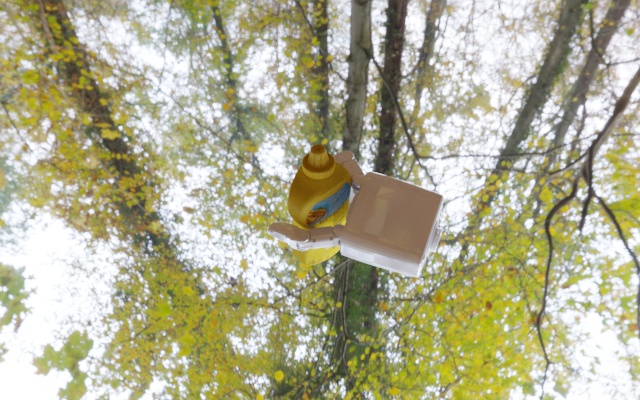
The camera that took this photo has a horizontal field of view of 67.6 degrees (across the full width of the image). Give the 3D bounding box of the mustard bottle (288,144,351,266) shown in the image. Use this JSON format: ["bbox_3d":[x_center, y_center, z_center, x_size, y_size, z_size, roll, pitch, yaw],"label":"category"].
[{"bbox_3d":[0.000,0.002,0.642,0.096,0.192,0.058,-35,56,-25],"label":"mustard bottle"}]
